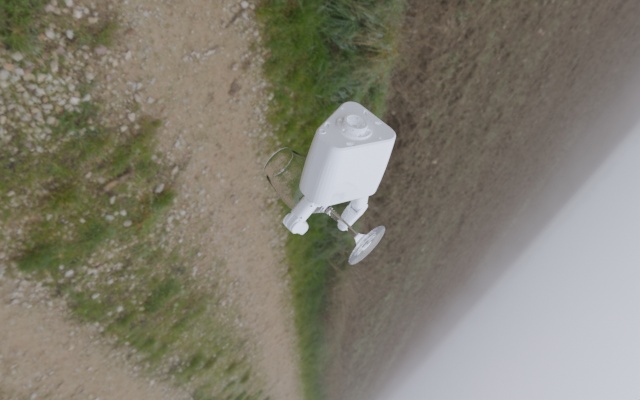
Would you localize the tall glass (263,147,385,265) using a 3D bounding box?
[{"bbox_3d":[0.001,0.003,0.725,0.201,0.079,0.079,43,19,22],"label":"tall glass"}]
